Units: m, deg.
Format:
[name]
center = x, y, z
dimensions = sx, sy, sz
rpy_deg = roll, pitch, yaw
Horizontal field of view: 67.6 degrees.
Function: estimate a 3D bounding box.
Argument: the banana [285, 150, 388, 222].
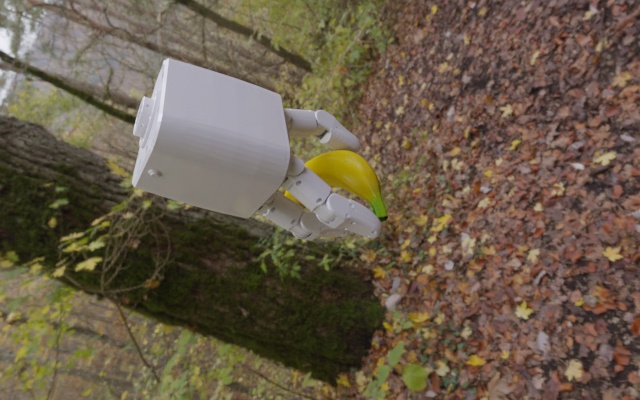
[banana]
center = 0.005, -0.017, 0.505
dimensions = 0.037, 0.069, 0.198
rpy_deg = 12, -5, -28
